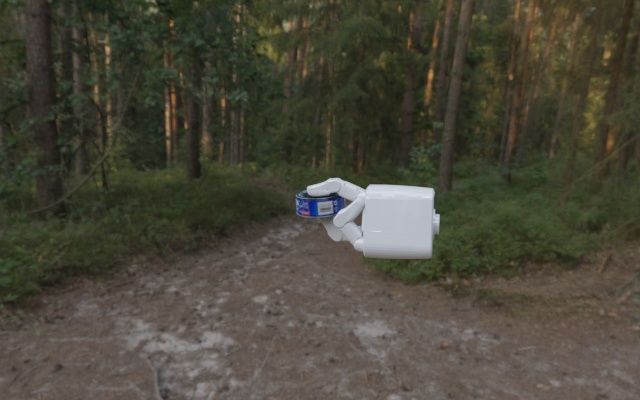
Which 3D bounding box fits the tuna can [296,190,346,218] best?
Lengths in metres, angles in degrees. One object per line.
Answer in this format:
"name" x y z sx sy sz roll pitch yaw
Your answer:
"tuna can" 0.000 0.002 0.821 0.086 0.034 0.086 -4 14 1
